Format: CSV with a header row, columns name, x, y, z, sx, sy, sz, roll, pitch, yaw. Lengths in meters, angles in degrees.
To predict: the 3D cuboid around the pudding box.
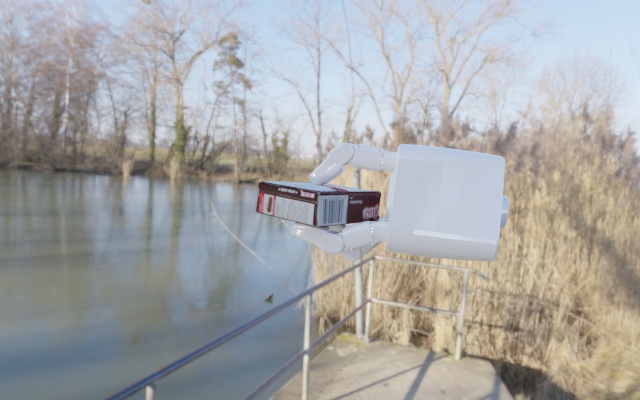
name,x,y,z,sx,sy,sz,roll,pitch,yaw
pudding box,0.000,0.002,0.529,0.090,0.039,0.113,10,6,40
